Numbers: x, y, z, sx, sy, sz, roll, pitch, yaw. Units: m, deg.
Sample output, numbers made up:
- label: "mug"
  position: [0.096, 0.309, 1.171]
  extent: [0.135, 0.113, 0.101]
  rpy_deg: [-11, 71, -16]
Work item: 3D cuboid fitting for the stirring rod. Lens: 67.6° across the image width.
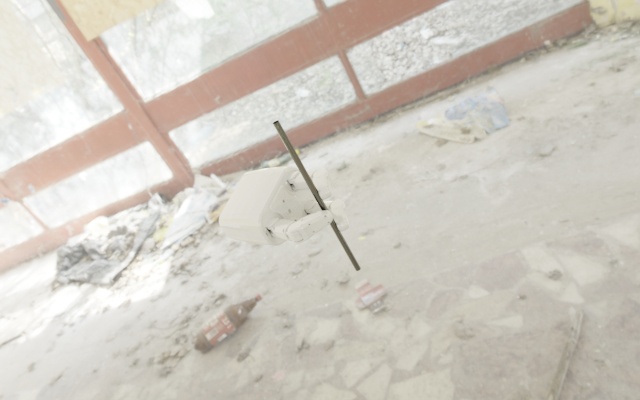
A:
- label: "stirring rod"
  position: [0.000, 0.002, 0.613]
  extent: [0.011, 0.240, 0.011]
  rpy_deg: [-23, 27, 13]
